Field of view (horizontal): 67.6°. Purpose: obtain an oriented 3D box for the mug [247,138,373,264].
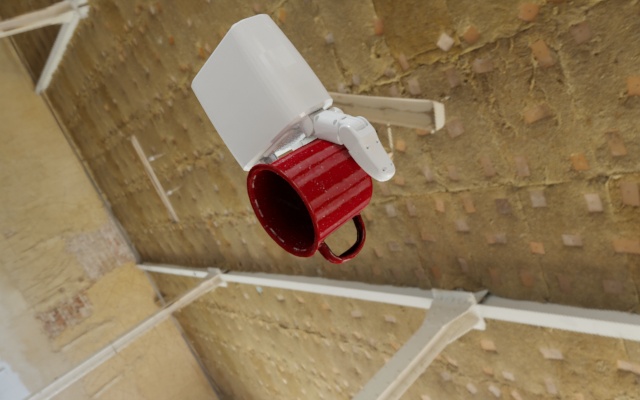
[{"bbox_3d":[0.001,0.002,0.436,0.081,0.117,0.093,-34,-2,-33],"label":"mug"}]
